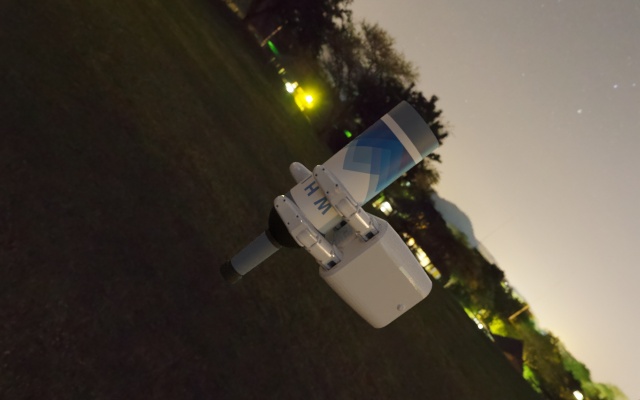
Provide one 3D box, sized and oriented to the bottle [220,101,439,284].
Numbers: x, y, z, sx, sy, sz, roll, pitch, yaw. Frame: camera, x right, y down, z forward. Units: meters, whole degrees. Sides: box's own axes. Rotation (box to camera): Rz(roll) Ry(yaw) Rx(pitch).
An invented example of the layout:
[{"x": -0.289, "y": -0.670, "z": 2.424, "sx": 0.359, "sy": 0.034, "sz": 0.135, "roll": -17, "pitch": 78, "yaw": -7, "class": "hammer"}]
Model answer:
[{"x": 0.000, "y": 0.002, "z": 0.564, "sx": 0.296, "sy": 0.069, "sz": 0.069, "roll": -38, "pitch": -6, "yaw": 8, "class": "bottle"}]
